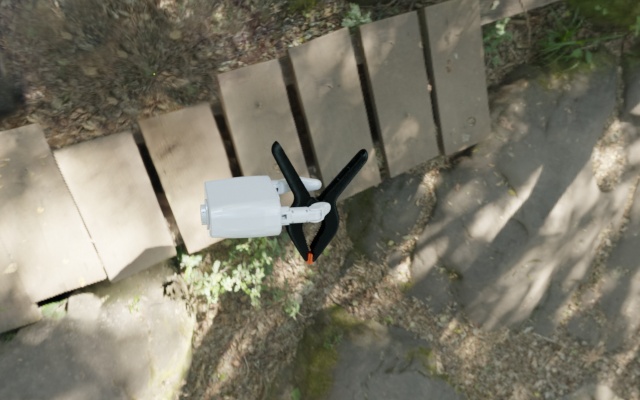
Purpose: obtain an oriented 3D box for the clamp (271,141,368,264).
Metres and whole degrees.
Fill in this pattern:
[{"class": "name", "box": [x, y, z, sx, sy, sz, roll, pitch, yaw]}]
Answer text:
[{"class": "clamp", "box": [0.000, 0.003, 0.801, 0.164, 0.210, 0.036, -4, 15, -16]}]
